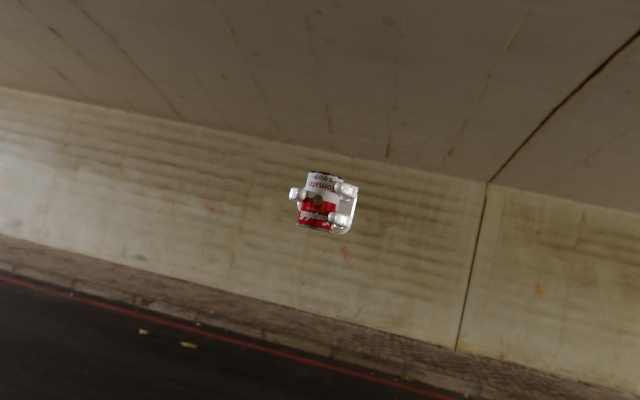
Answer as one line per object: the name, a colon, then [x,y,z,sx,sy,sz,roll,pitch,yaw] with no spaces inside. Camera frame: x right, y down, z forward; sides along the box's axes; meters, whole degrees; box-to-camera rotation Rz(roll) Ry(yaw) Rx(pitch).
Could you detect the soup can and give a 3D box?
soup can: [0.000,0.003,0.875,0.068,0.102,0.068,13,-5,1]
